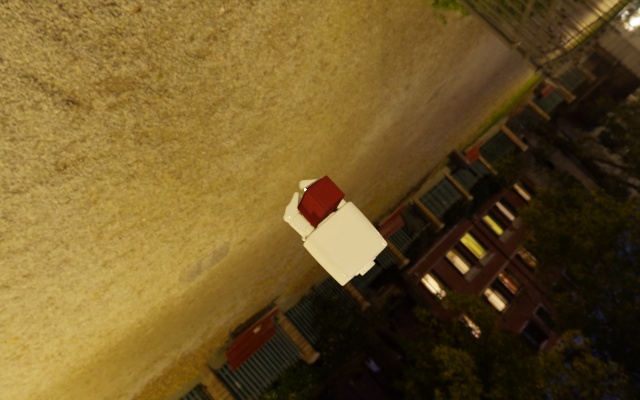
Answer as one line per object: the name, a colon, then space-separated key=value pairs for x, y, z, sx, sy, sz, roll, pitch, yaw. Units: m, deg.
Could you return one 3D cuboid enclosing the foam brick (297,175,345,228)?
foam brick: x=0.000 y=0.003 z=0.851 sx=0.053 sy=0.051 sz=0.078 roll=-36 pitch=-13 yaw=-28
